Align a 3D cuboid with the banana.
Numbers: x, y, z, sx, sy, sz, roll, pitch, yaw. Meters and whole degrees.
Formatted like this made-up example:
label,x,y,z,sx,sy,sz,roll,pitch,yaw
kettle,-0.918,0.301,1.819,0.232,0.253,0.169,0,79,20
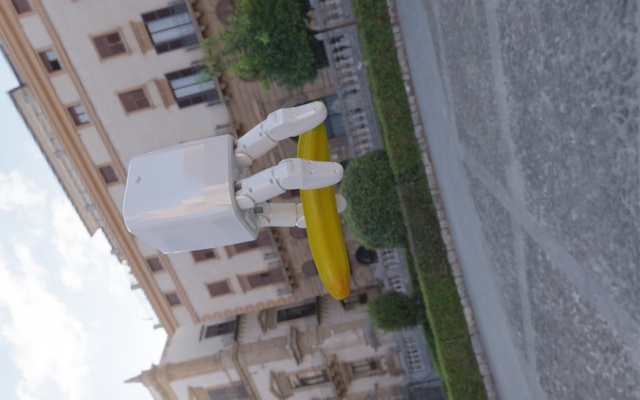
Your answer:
label,x,y,z,sx,sy,sz,roll,pitch,yaw
banana,0.000,0.003,0.483,0.037,0.197,0.070,-9,-13,-2
